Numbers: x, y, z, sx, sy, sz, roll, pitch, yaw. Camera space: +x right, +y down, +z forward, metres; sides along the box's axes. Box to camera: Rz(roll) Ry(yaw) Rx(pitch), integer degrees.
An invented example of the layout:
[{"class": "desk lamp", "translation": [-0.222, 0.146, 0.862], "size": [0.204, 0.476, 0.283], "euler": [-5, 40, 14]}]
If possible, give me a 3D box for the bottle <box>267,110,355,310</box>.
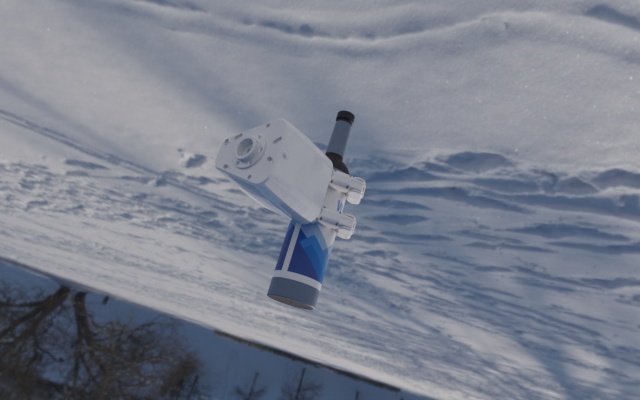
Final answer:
[{"class": "bottle", "translation": [0.000, 0.002, 0.680], "size": [0.069, 0.295, 0.069], "euler": [15, -20, 5]}]
